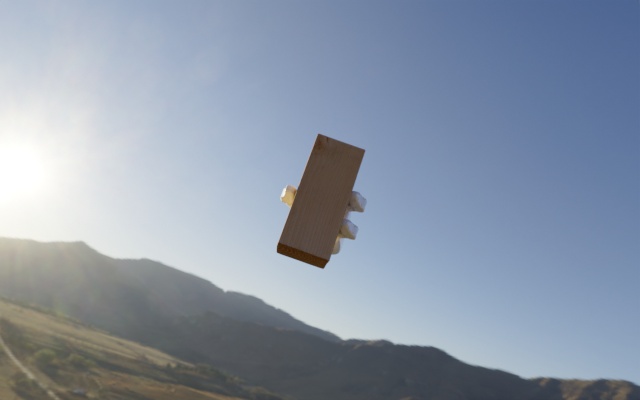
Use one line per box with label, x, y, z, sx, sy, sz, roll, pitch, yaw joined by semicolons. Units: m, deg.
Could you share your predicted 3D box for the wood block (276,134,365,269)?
wood block;0.000;0.003;0.836;0.091;0.206;0.090;19;-18;-1
